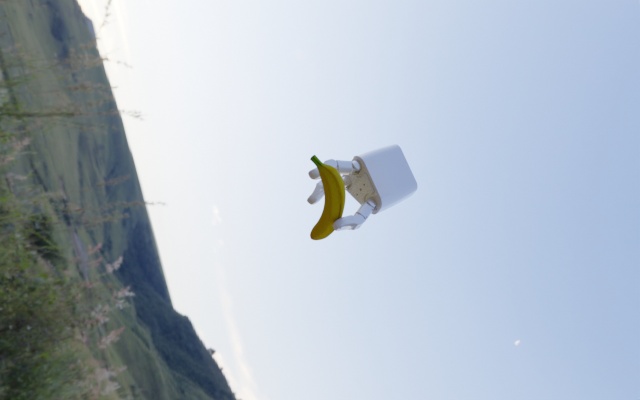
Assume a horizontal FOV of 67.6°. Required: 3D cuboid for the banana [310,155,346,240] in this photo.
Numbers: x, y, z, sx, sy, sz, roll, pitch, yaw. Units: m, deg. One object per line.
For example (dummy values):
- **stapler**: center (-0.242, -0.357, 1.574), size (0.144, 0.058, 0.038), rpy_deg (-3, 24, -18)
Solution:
- **banana**: center (0.013, 0.009, 0.873), size (0.037, 0.198, 0.069), rpy_deg (-30, 49, -35)
